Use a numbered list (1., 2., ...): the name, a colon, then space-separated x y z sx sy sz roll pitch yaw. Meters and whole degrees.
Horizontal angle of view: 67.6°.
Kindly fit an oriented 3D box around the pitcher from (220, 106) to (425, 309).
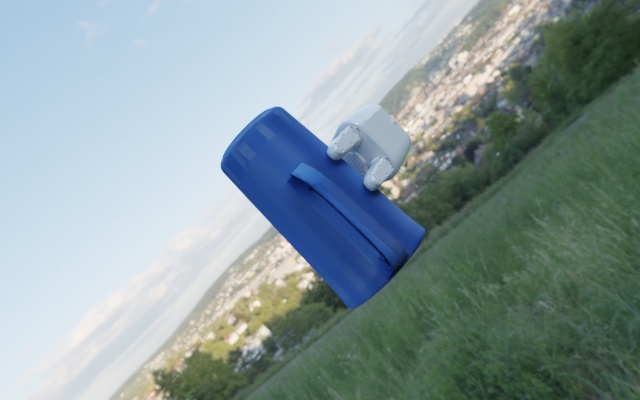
1. pitcher: 0.000 0.002 0.574 0.149 0.243 0.145 -46 1 36
